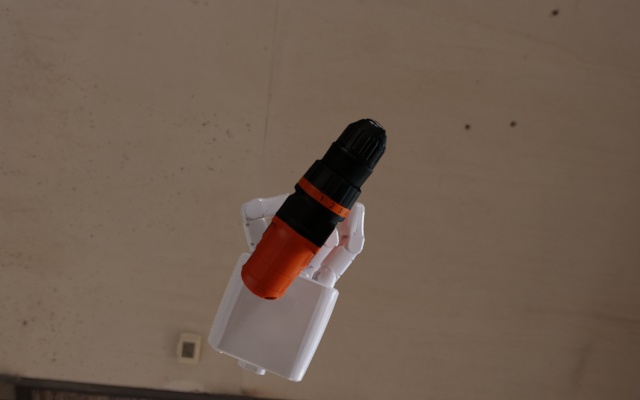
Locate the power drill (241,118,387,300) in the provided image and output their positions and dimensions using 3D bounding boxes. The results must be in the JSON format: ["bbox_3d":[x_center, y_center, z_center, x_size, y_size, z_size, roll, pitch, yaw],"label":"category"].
[{"bbox_3d":[0.000,0.002,0.486,0.057,0.184,0.187,38,7,3],"label":"power drill"}]
